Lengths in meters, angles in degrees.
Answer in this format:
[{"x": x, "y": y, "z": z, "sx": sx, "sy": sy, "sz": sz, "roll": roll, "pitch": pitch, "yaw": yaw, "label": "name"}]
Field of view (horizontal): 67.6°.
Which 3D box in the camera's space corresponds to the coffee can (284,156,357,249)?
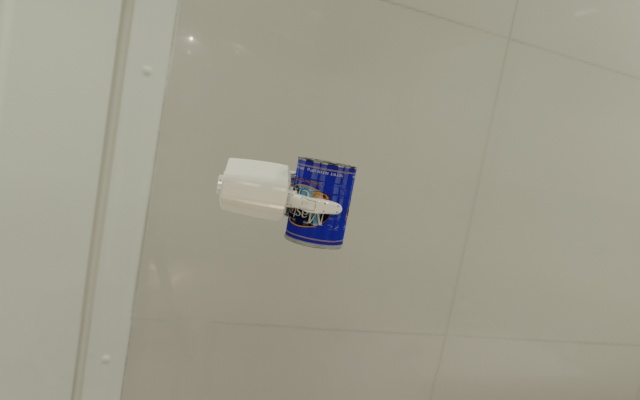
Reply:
[{"x": 0.000, "y": 0.003, "z": 0.815, "sx": 0.103, "sy": 0.140, "sz": 0.103, "roll": 10, "pitch": 6, "yaw": -1, "label": "coffee can"}]
